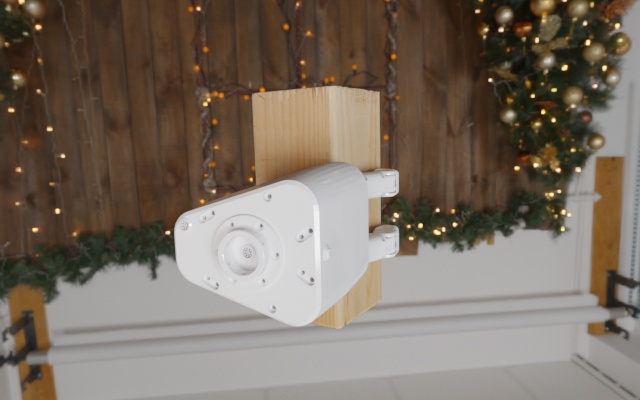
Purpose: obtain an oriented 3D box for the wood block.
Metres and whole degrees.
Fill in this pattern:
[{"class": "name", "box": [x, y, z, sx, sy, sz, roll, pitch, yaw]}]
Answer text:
[{"class": "wood block", "box": [0.000, 0.002, 0.456, 0.091, 0.206, 0.090, 4, 10, 33]}]
